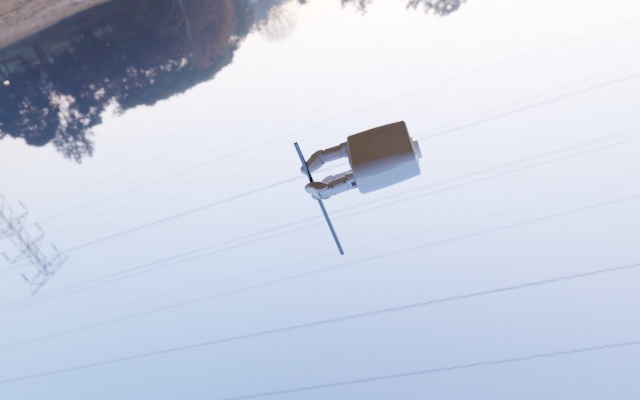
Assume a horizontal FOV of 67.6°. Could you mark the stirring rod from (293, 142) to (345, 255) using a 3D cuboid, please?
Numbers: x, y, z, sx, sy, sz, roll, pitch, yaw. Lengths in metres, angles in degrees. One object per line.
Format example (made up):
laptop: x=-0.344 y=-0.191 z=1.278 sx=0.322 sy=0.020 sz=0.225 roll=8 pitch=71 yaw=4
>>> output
stirring rod: x=0.000 y=0.003 z=0.850 sx=0.011 sy=0.240 sz=0.011 roll=-18 pitch=28 yaw=10
